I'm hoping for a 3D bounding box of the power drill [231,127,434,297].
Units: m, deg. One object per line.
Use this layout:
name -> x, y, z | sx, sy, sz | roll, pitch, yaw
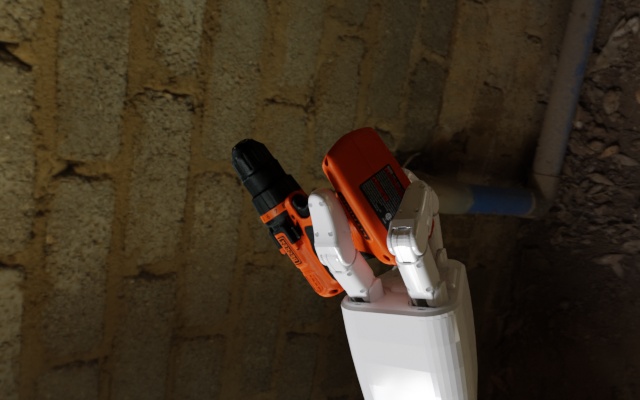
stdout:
power drill -> 0.000, 0.002, 0.431 | 0.057, 0.184, 0.188 | -39, 6, -27
